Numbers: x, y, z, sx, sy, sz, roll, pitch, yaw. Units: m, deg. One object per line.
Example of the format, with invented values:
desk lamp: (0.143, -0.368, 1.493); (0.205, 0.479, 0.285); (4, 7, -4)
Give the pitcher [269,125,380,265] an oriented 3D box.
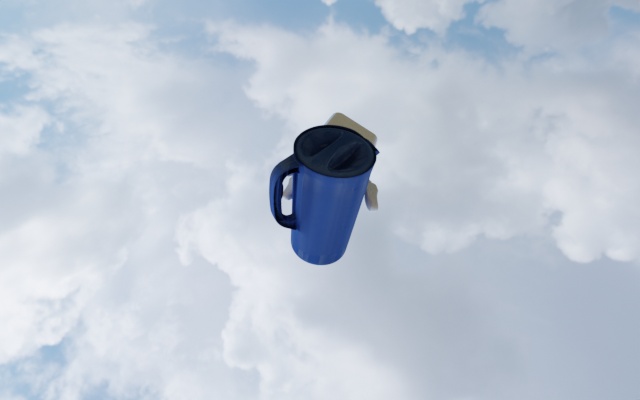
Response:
pitcher: (0.000, 0.003, 0.827); (0.149, 0.243, 0.145); (18, 44, 8)
